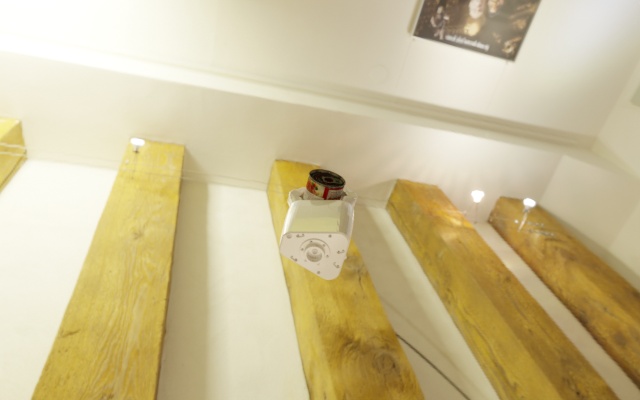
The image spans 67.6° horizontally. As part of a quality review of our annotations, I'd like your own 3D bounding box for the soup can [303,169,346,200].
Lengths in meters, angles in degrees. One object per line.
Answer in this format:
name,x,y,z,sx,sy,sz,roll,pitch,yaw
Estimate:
soup can,0.000,0.003,0.875,0.068,0.102,0.068,13,27,-7
